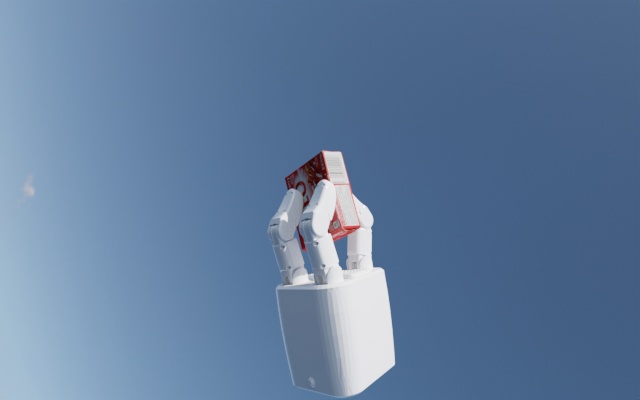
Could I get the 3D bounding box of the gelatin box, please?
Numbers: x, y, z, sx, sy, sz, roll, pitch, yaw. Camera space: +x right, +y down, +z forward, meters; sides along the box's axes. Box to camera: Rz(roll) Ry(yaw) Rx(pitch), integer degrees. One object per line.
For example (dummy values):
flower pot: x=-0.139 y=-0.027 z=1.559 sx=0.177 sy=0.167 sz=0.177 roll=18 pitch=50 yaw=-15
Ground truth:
gelatin box: x=0.000 y=0.001 z=0.512 sx=0.030 sy=0.089 sz=0.073 roll=0 pitch=-21 yaw=-39
